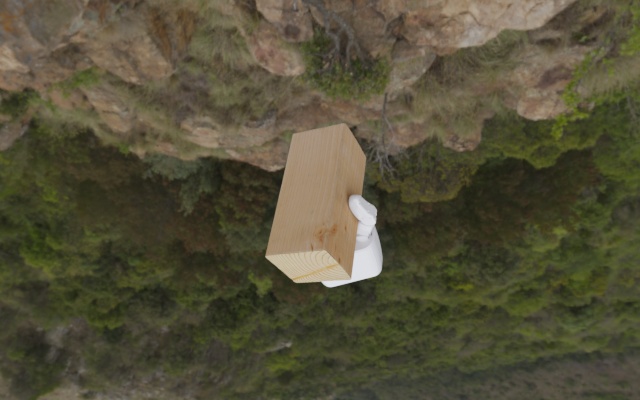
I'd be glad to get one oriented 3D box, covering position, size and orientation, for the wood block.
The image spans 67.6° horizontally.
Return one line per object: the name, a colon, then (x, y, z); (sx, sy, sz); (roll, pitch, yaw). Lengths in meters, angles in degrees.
wood block: (0.001, 0.003, 0.680); (0.091, 0.206, 0.090); (-8, -35, 25)
